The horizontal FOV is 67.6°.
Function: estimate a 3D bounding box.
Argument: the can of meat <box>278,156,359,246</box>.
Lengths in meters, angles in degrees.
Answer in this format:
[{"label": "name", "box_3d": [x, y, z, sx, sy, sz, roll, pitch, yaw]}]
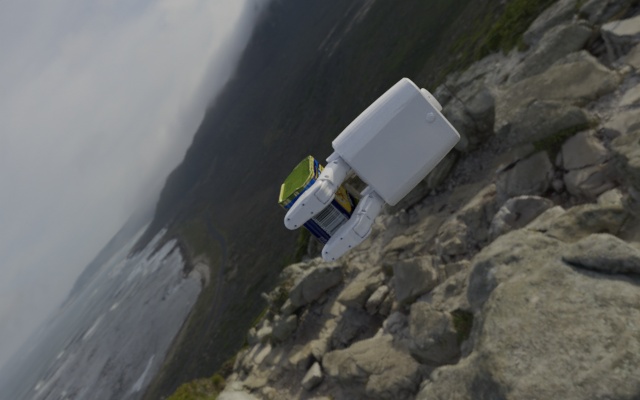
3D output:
[{"label": "can of meat", "box_3d": [0.000, 0.002, 0.557, 0.057, 0.084, 0.102, -43, 16, 13]}]
